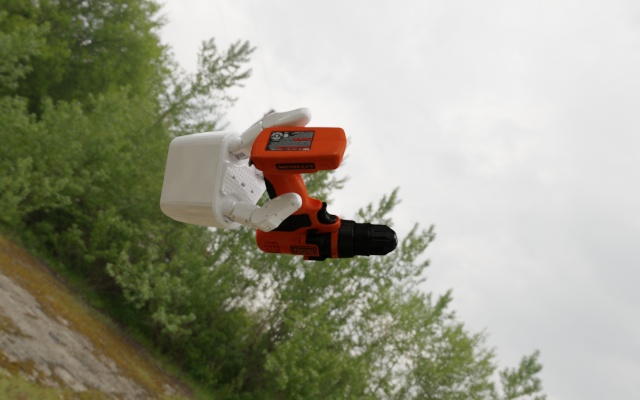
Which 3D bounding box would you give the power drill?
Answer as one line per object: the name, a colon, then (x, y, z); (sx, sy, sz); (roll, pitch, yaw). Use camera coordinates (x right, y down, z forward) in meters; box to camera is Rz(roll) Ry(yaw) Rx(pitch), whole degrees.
power drill: (0.000, 0.002, 0.571); (0.184, 0.188, 0.057); (0, 44, 9)
